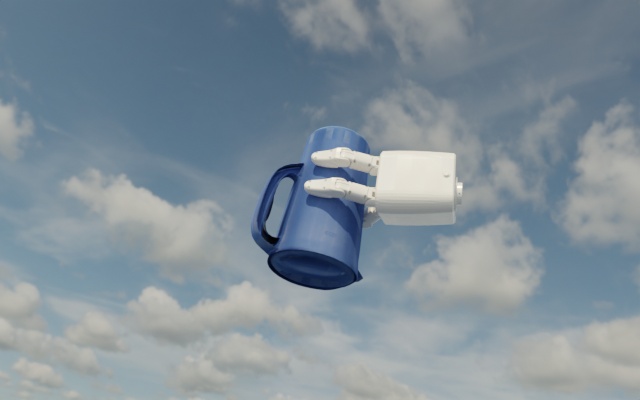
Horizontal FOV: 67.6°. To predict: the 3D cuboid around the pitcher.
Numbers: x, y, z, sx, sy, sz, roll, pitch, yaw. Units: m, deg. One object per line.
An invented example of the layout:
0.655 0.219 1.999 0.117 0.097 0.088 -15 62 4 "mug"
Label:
0.000 0.002 0.738 0.145 0.242 0.149 1 -33 18 "pitcher"
